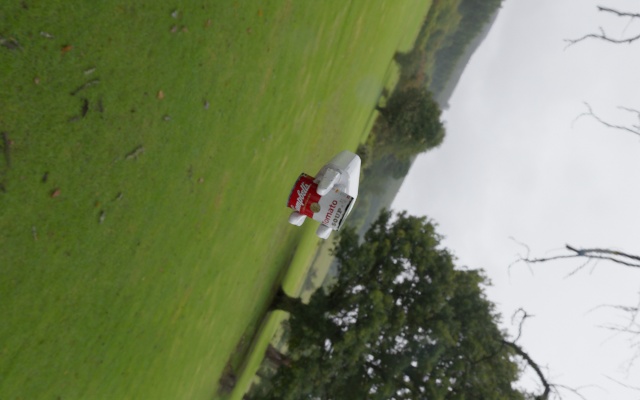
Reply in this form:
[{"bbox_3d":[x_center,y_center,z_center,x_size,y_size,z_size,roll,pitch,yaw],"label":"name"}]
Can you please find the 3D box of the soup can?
[{"bbox_3d":[0.000,0.003,0.841,0.102,0.068,0.068,26,3,7],"label":"soup can"}]
